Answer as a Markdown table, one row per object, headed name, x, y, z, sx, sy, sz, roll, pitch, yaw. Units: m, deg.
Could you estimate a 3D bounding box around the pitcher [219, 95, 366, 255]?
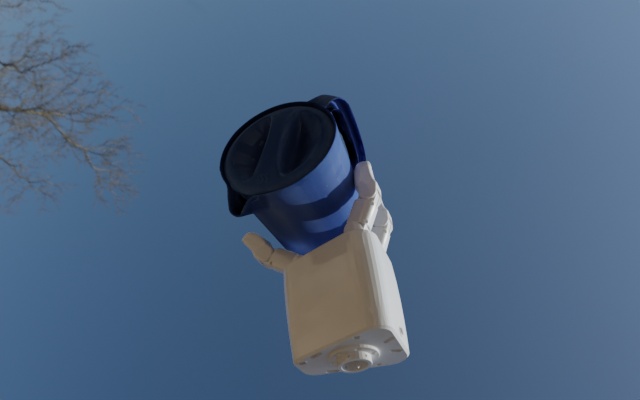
| name | x | y | z | sx | sy | sz | roll | pitch | yaw |
| --- | --- | --- | --- | --- | --- | --- | --- | --- | --- |
| pitcher | 0.000 | 0.002 | 0.584 | 0.149 | 0.145 | 0.243 | -20 | -43 | 10 |
